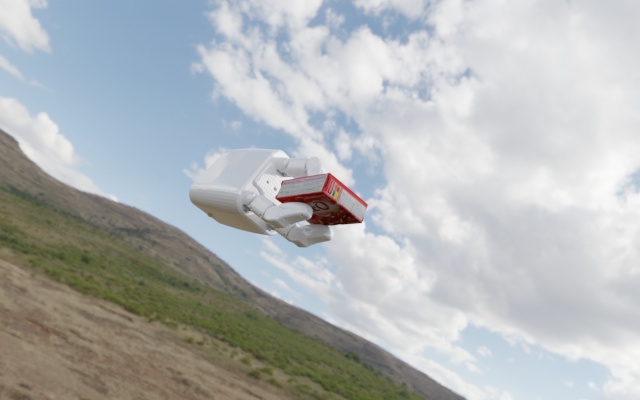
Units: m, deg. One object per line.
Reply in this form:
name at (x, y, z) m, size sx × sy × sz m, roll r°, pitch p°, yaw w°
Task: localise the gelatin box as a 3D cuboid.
gelatin box at (0.000, 0.001, 0.577) m, size 0.089 × 0.030 × 0.073 m, roll -7°, pitch -36°, yaw 46°
